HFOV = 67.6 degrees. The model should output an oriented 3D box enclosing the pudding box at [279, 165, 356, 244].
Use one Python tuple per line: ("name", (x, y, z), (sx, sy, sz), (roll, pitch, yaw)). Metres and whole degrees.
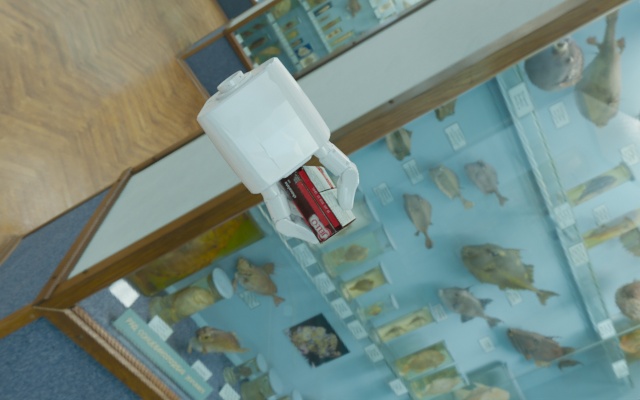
("pudding box", (0.000, 0.002, 0.599), (0.039, 0.090, 0.113), (-34, -4, 14))
